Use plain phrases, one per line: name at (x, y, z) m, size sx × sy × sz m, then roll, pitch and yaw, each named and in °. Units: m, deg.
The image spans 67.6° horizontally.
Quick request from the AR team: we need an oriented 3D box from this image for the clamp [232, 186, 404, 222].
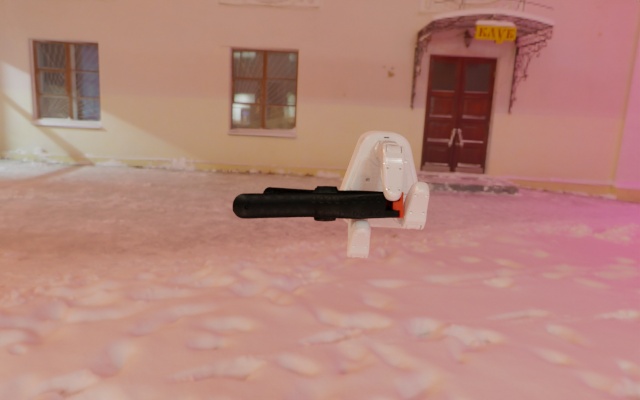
clamp at (0.000, 0.001, 0.515) m, size 0.171 × 0.039 × 0.120 m, roll 3°, pitch 11°, yaw 0°
